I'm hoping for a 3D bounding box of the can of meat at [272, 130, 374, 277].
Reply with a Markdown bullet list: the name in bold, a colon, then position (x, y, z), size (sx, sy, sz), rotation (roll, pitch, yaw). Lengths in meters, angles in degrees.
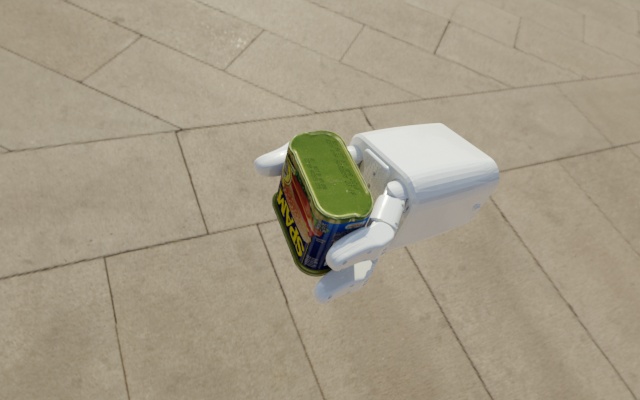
- **can of meat**: position (0.000, 0.001, 0.421), size (0.057, 0.102, 0.084), rotation (-10, -34, -22)
